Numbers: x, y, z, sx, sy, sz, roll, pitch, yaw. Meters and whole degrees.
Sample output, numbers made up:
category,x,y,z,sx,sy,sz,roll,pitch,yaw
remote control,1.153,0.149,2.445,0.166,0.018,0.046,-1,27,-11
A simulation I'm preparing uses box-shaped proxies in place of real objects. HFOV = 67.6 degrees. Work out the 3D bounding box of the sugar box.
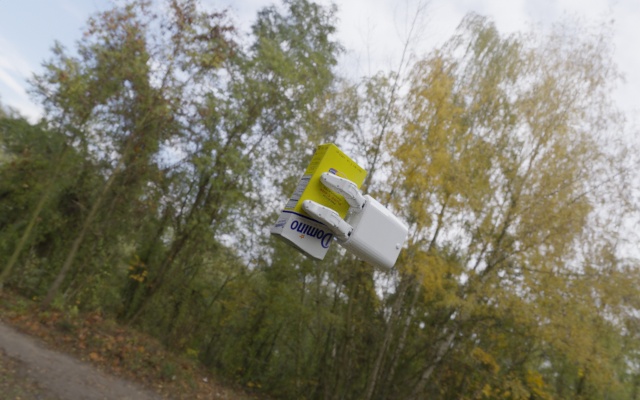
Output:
category,x,y,z,sx,sy,sz,roll,pitch,yaw
sugar box,0.001,0.003,0.793,0.093,0.176,0.048,35,-19,-28
